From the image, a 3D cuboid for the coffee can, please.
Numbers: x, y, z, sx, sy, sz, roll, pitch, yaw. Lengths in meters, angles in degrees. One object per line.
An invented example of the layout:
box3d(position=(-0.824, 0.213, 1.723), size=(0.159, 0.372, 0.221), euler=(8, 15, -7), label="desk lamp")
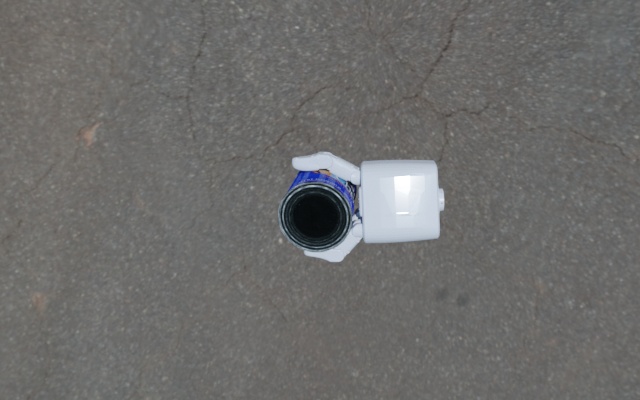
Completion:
box3d(position=(0.000, 0.002, 0.711), size=(0.103, 0.103, 0.140), euler=(0, 18, 7), label="coffee can")
